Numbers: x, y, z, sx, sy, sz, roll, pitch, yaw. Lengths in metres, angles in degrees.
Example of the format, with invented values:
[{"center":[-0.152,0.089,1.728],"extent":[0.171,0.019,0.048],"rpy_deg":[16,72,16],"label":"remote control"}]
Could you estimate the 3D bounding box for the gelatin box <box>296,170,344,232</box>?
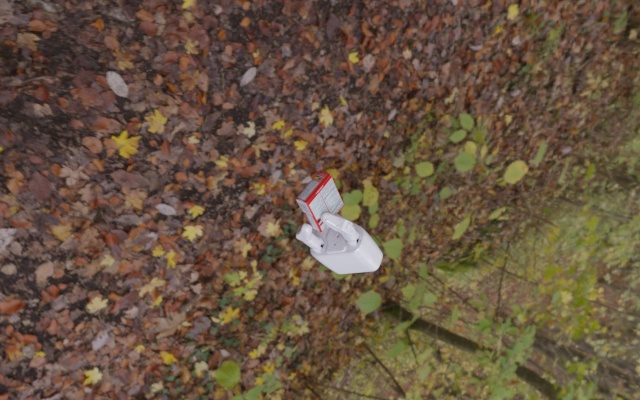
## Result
[{"center":[0.000,0.003,0.859],"extent":[0.030,0.073,0.089],"rpy_deg":[22,-28,36],"label":"gelatin box"}]
